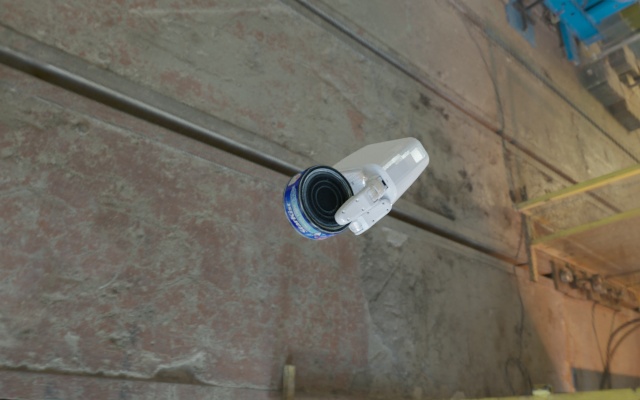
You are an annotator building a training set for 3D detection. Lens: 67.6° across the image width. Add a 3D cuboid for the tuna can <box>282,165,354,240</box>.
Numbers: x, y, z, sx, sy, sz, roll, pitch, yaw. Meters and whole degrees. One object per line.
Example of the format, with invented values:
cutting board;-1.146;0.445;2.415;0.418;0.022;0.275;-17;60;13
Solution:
tuna can;0.000;0.002;0.565;0.086;0.086;0.034;0;-15;-37
